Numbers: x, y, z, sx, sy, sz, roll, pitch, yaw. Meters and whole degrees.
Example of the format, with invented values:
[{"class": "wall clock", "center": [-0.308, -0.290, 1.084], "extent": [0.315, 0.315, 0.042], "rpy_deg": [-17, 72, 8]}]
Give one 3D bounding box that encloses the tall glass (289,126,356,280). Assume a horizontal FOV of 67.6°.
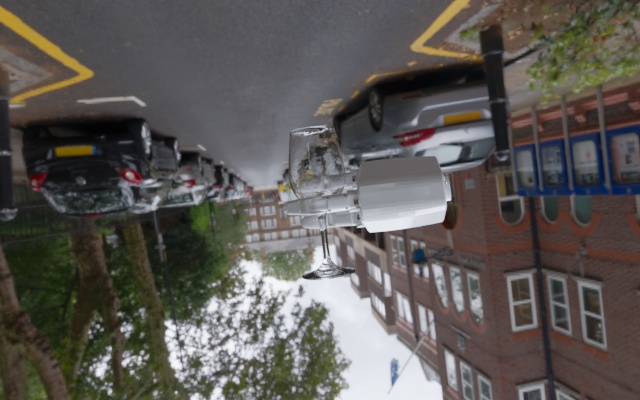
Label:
[{"class": "tall glass", "center": [0.000, 0.003, 0.653], "extent": [0.079, 0.201, 0.079], "rpy_deg": [-7, 2, 0]}]
